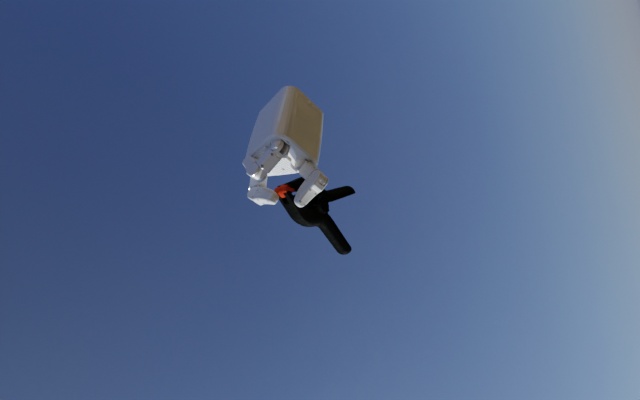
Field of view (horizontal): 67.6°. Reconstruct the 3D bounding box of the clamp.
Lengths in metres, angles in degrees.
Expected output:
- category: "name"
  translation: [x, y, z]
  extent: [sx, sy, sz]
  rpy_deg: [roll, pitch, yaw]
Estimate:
- category: "clamp"
  translation: [0.000, 0.003, 0.767]
  extent: [0.039, 0.120, 0.171]
  rpy_deg: [-18, -40, 35]
